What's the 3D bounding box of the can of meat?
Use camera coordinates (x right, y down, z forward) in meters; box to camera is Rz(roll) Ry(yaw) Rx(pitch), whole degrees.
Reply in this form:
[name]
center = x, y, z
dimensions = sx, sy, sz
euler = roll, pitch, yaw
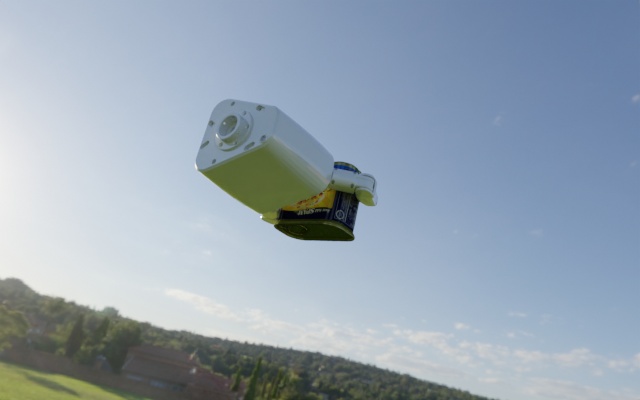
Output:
[can of meat]
center = 0.000, 0.002, 0.595
dimensions = 0.102, 0.084, 0.057
euler = -2, -26, 36
